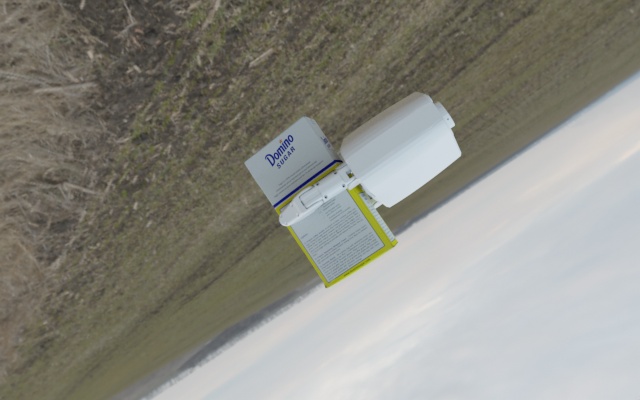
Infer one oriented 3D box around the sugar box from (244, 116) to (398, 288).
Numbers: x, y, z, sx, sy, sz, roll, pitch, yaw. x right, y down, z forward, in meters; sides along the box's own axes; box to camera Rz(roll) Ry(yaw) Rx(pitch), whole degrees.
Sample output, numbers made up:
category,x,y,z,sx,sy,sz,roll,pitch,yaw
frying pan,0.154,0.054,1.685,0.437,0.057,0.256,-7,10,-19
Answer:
category,x,y,z,sx,sy,sz,roll,pitch,yaw
sugar box,0.000,0.002,0.547,0.093,0.176,0.048,-35,-9,15
